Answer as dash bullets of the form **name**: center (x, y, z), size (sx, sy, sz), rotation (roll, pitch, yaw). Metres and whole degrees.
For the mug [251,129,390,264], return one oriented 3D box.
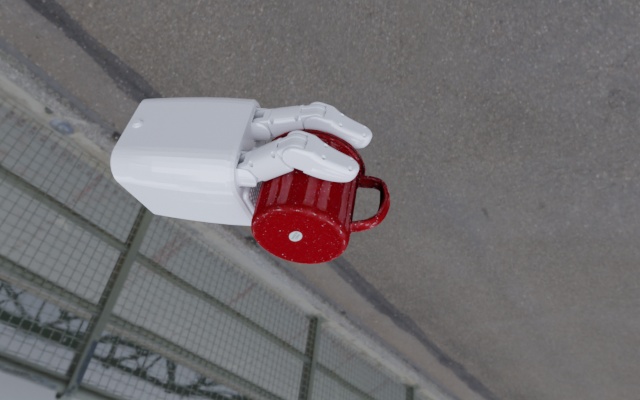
- **mug**: center (0.001, 0.002, 0.406), size (0.117, 0.081, 0.093), rotation (4, -39, 9)
